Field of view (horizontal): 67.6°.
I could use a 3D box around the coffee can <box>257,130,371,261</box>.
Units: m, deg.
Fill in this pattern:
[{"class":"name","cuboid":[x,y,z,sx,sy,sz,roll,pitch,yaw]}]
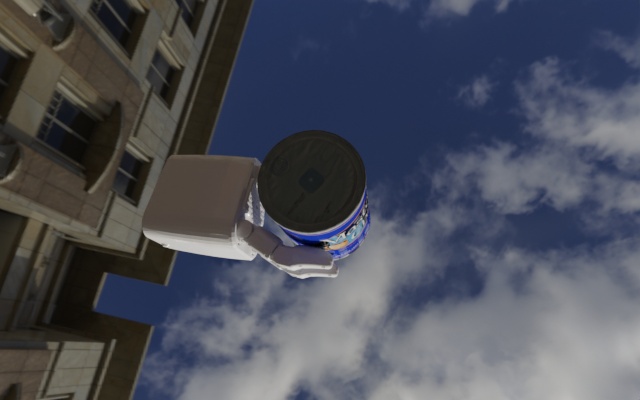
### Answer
[{"class":"coffee can","cuboid":[0.000,0.002,0.509,0.103,0.102,0.140,0,-18,8]}]
